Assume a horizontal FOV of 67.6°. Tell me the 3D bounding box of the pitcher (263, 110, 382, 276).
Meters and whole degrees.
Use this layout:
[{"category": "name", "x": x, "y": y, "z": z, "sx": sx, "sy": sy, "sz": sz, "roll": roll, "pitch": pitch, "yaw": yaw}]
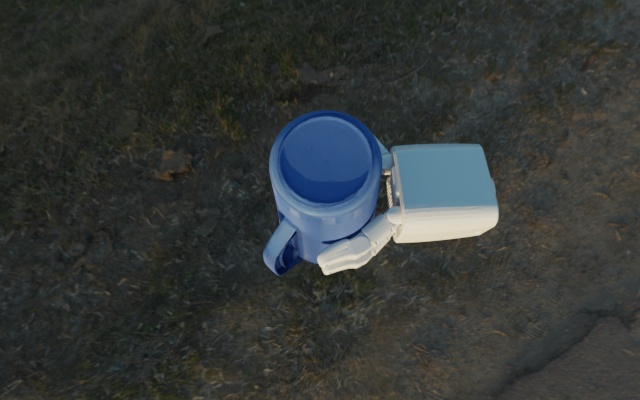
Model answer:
[{"category": "pitcher", "x": 0.000, "y": 0.002, "z": 0.556, "sx": 0.145, "sy": 0.149, "sz": 0.243, "roll": -3, "pitch": -15, "yaw": 1}]
